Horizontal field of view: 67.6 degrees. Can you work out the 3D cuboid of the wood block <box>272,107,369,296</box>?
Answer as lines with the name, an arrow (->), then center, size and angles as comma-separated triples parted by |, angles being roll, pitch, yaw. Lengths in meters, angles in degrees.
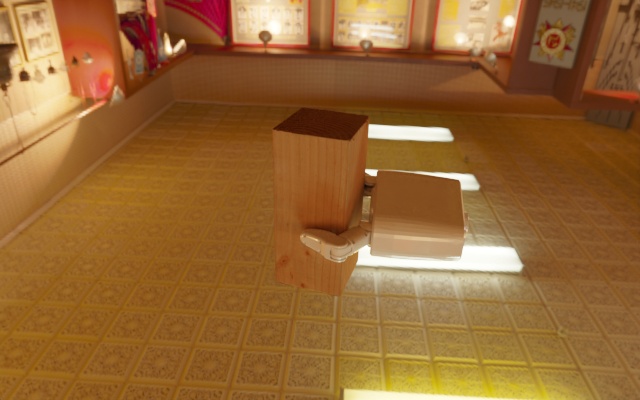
wood block -> 0.000, 0.002, 0.587 | 0.090, 0.206, 0.090 | 11, 29, 16
